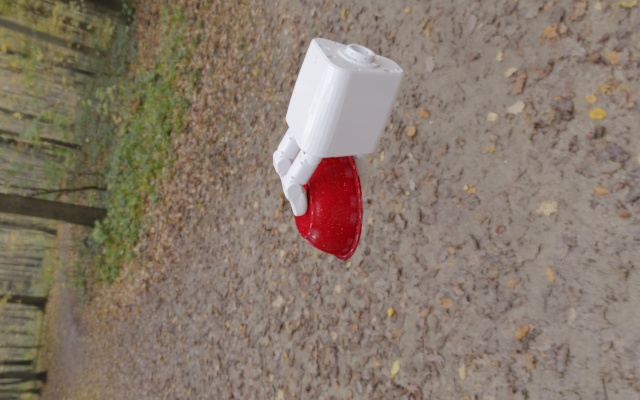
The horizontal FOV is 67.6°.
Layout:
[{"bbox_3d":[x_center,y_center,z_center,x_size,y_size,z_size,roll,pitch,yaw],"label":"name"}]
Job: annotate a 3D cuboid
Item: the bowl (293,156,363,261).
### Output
[{"bbox_3d":[0.000,0.003,0.639,0.055,0.162,0.162,-4,1,-18],"label":"bowl"}]
